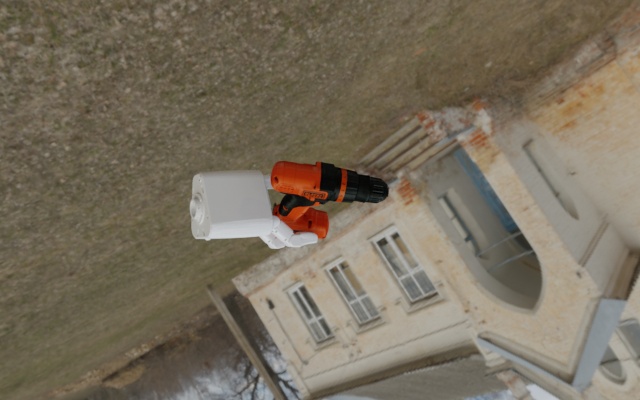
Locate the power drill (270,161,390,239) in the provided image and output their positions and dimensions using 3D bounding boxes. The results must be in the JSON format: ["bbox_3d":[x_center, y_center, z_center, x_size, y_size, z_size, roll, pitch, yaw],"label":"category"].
[{"bbox_3d":[0.000,0.003,0.787,0.184,0.057,0.188,10,-29,-10],"label":"power drill"}]
